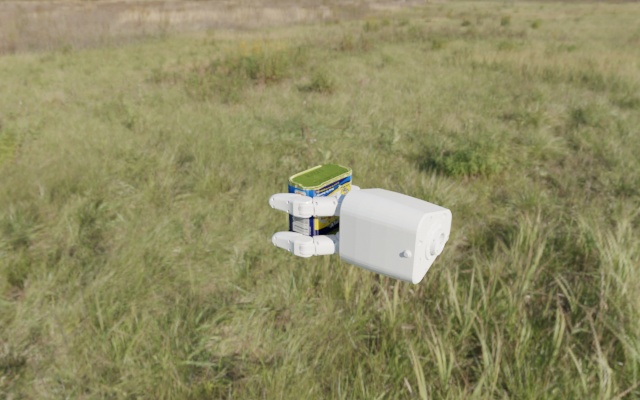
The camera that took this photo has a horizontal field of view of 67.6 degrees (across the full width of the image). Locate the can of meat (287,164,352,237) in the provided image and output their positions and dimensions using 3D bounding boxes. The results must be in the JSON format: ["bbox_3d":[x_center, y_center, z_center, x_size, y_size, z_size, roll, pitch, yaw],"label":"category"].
[{"bbox_3d":[0.000,0.002,0.660,0.057,0.084,0.102,19,30,35],"label":"can of meat"}]
